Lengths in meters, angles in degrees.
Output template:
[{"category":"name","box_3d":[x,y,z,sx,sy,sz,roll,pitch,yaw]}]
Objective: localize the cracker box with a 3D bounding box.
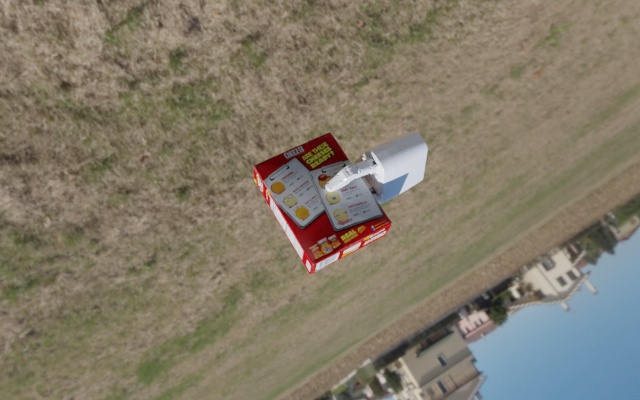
[{"category":"cracker box","box_3d":[0.000,0.003,0.863,0.164,0.213,0.072,-26,-21,-18]}]
